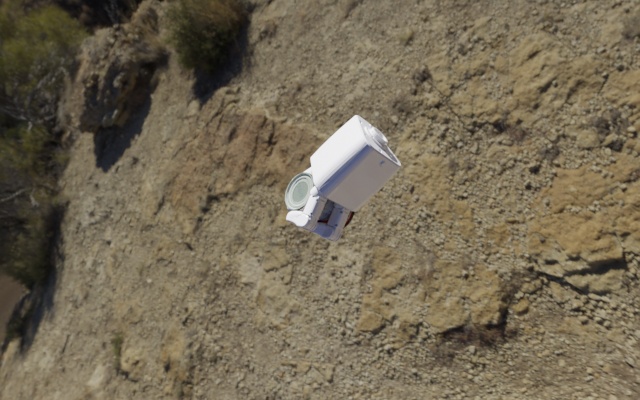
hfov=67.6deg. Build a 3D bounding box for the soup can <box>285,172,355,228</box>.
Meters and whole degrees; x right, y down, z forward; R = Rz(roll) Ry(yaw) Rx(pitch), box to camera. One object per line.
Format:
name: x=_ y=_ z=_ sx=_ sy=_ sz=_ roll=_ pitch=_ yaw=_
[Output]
soup can: x=0.000 y=0.003 z=0.790 sx=0.068 sy=0.068 sz=0.102 roll=0 pitch=-20 yaw=46
